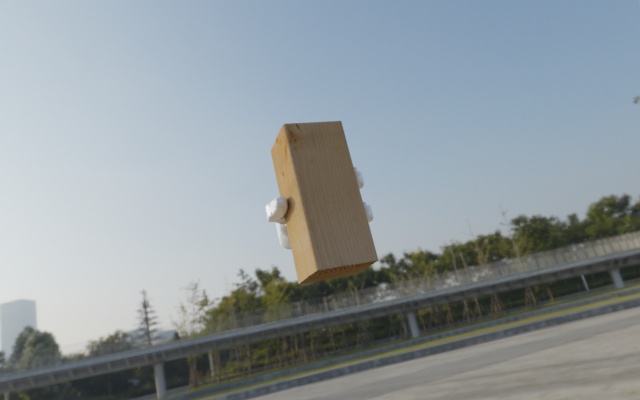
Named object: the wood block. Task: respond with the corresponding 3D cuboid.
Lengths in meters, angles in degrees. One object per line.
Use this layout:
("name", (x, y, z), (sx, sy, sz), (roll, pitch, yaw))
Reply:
("wood block", (0.000, 0.002, 0.670), (0.091, 0.206, 0.090), (-7, -18, -21))
